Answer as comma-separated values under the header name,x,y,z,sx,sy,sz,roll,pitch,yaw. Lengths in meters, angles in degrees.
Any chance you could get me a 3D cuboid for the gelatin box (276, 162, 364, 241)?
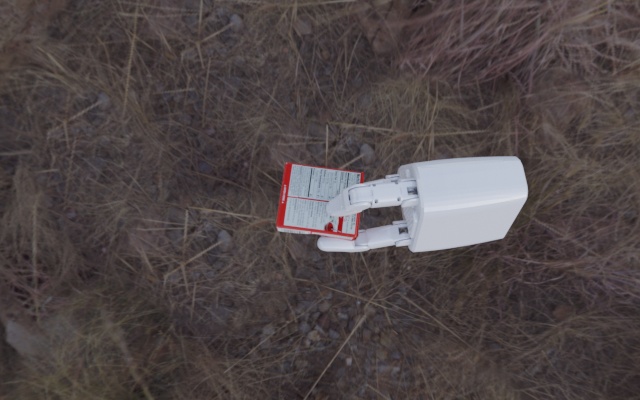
name,x,y,z,sx,sy,sz,roll,pitch,yaw
gelatin box,0.000,0.002,0.522,0.089,0.073,0.030,7,-13,-1
